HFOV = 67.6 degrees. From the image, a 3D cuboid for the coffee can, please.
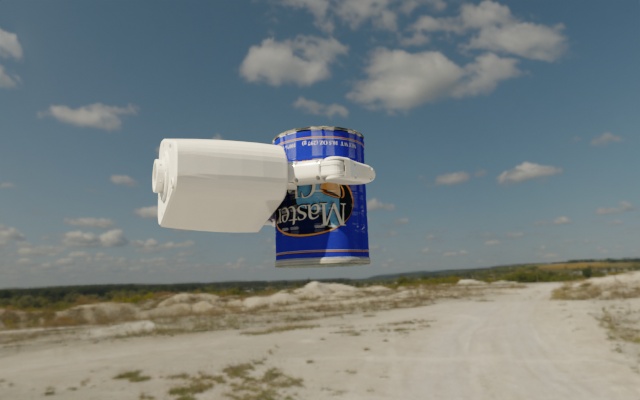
[{"bbox_3d":[0.000,0.002,0.524,0.103,0.140,0.103,-2,-9,0],"label":"coffee can"}]
